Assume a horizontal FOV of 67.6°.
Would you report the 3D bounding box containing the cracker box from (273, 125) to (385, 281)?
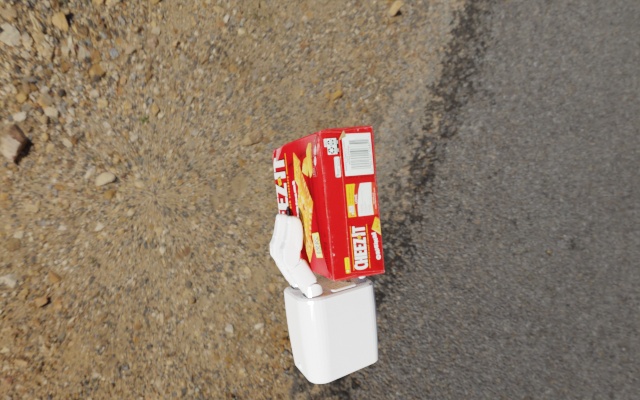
[{"bbox_3d":[0.000,0.002,0.607,0.072,0.164,0.213,-6,3,-19],"label":"cracker box"}]
